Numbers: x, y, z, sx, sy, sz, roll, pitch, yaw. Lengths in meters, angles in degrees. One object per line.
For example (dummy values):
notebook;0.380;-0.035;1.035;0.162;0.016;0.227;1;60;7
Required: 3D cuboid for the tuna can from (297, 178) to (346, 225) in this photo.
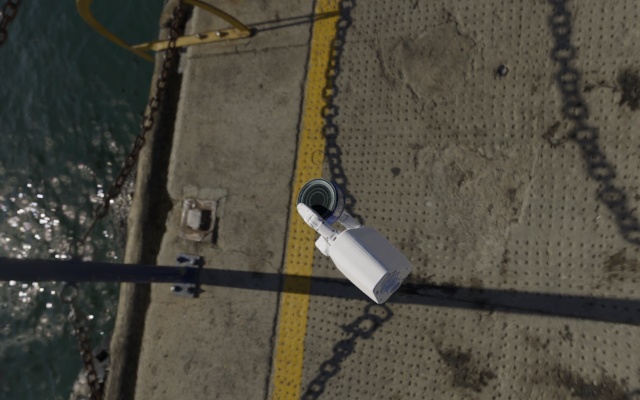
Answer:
tuna can;0.000;0.003;0.867;0.086;0.086;0.034;0;-12;31
